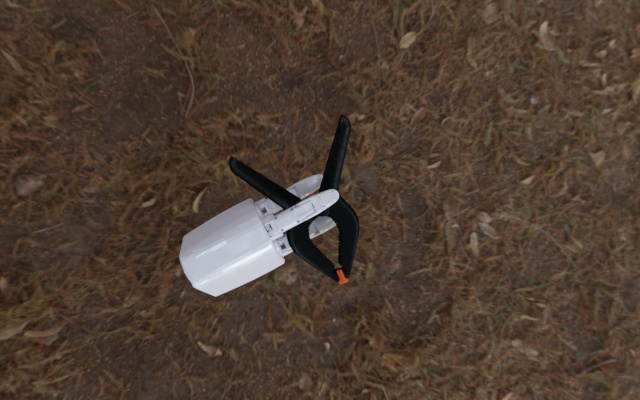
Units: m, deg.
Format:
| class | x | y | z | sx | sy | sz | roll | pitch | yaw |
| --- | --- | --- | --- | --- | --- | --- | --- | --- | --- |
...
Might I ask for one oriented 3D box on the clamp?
| class | x | y | z | sx | sy | sz | roll | pitch | yaw |
| --- | --- | --- | --- | --- | --- | --- | --- | --- | --- |
| clamp | 0.000 | 0.003 | 0.614 | 0.164 | 0.210 | 0.036 | -28 | 0 | -2 |
